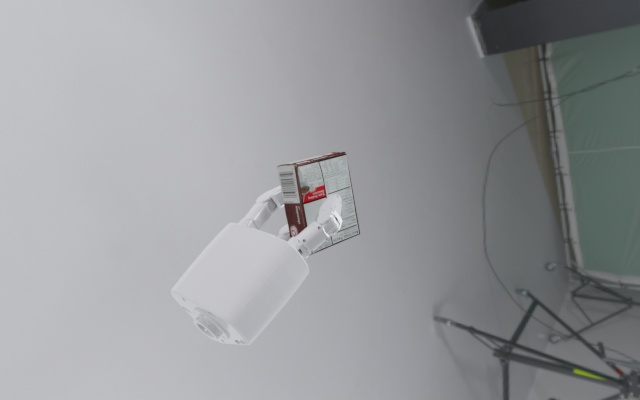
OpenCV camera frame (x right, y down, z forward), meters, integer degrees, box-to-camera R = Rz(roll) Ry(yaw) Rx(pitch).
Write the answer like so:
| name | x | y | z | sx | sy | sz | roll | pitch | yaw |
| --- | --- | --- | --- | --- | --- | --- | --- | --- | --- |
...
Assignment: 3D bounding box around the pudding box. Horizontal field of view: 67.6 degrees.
| name | x | y | z | sx | sy | sz | roll | pitch | yaw |
| --- | --- | --- | --- | --- | --- | --- | --- | --- | --- |
| pudding box | 0.000 | 0.002 | 0.596 | 0.090 | 0.113 | 0.039 | -18 | 14 | -42 |
